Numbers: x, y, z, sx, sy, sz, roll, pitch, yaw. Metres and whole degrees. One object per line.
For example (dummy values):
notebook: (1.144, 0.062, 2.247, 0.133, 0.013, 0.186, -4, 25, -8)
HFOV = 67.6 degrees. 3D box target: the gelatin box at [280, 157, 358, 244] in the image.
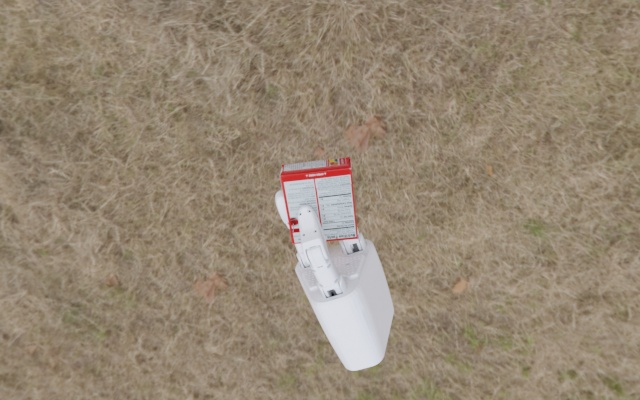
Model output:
gelatin box: (0.000, 0.002, 0.509, 0.073, 0.089, 0.030, -6, 30, 4)
